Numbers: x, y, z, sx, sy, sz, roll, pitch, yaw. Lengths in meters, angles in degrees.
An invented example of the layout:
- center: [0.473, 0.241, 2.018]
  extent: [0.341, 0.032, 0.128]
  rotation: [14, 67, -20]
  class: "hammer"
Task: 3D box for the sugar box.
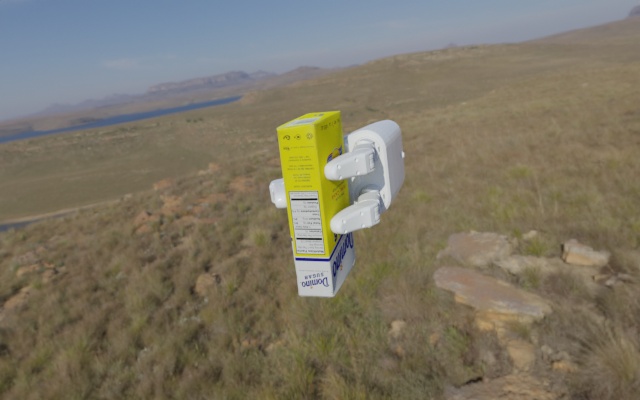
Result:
- center: [0.001, 0.001, 0.498]
  extent: [0.048, 0.176, 0.093]
  rotation: [-3, 17, 20]
  class: "sugar box"
